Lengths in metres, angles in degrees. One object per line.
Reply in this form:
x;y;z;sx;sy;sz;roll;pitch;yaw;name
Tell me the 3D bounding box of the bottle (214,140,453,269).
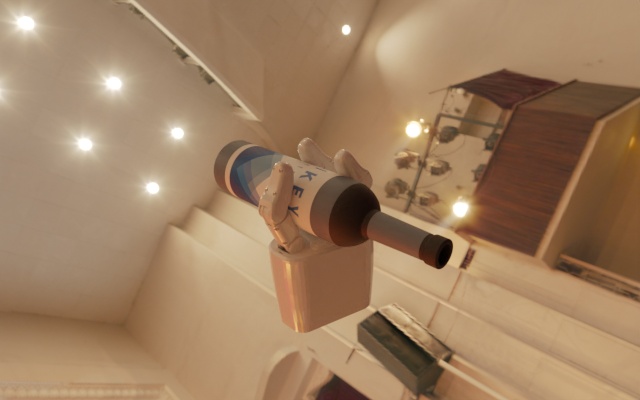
0.000;0.001;0.492;0.295;0.069;0.069;23;15;40;bottle
